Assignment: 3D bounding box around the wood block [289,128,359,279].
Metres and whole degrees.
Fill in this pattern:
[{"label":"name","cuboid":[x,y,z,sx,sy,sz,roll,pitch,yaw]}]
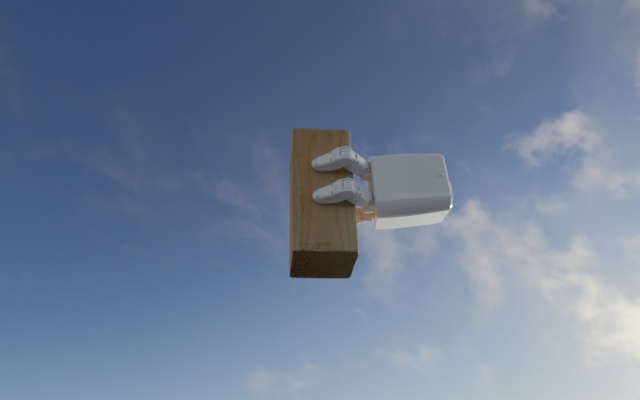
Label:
[{"label":"wood block","cuboid":[0.000,0.002,0.705,0.090,0.206,0.091,1,-33,-5]}]
